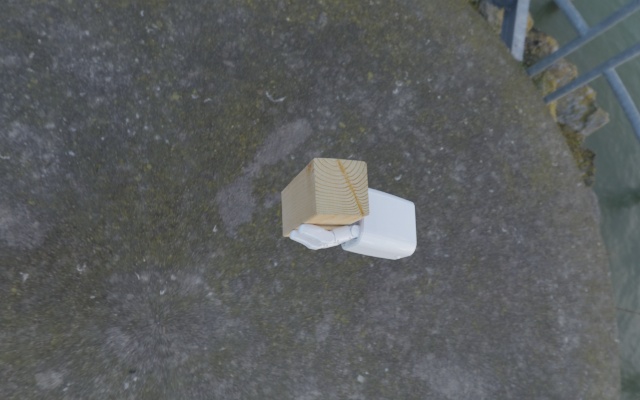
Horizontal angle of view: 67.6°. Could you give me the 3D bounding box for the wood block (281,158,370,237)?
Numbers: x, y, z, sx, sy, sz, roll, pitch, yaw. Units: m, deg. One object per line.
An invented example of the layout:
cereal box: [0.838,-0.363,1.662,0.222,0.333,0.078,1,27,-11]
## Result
wood block: [0.001,0.002,0.824,0.090,0.090,0.206,2,-14,-18]
